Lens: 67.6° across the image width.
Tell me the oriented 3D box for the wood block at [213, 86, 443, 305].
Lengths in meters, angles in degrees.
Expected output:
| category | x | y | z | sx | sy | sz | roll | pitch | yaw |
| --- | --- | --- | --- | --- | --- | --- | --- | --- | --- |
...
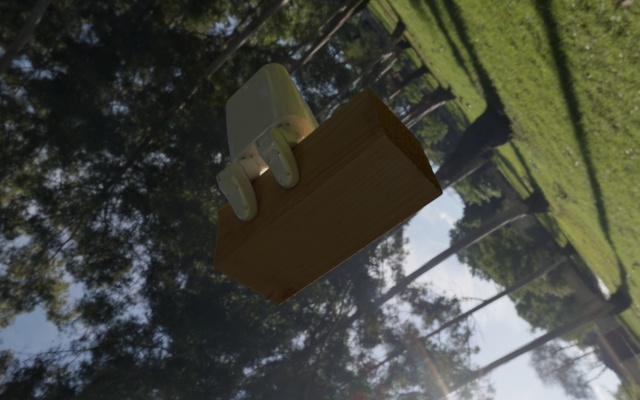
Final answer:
| category | x | y | z | sx | sy | sz | roll | pitch | yaw |
| --- | --- | --- | --- | --- | --- | --- | --- | --- | --- |
| wood block | 0.000 | 0.002 | 0.468 | 0.206 | 0.090 | 0.091 | -37 | -55 | 22 |
